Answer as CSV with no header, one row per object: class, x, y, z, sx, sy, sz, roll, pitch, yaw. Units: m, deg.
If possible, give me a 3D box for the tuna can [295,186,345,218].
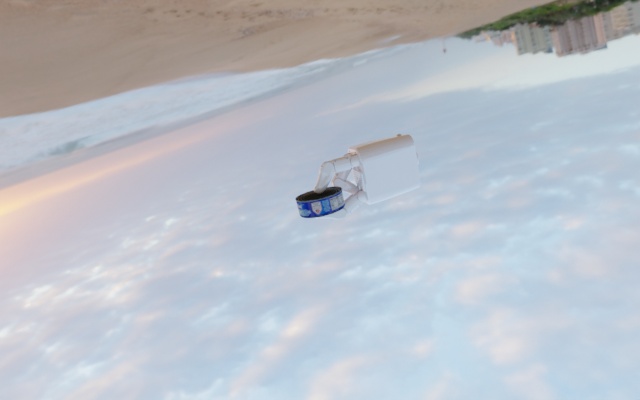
tuna can,0.000,0.003,0.858,0.086,0.034,0.086,-13,13,3
